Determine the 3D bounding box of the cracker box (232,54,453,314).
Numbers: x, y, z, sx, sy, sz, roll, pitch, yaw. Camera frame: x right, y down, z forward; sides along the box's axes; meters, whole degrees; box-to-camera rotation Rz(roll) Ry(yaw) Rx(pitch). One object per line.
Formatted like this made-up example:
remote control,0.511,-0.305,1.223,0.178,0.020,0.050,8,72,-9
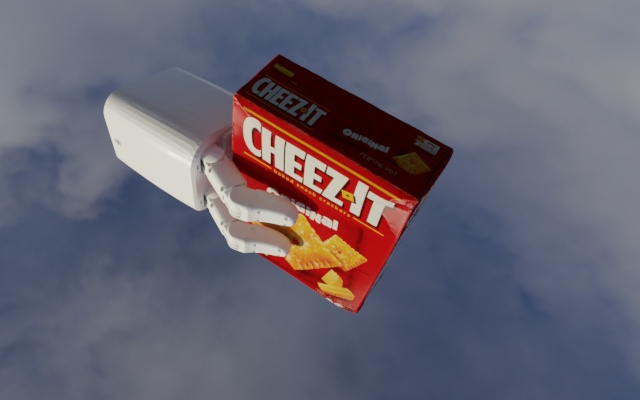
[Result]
cracker box,0.000,0.001,0.442,0.164,0.072,0.214,31,-34,11
